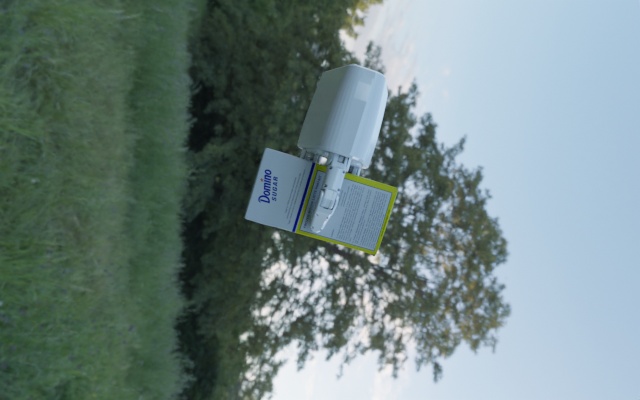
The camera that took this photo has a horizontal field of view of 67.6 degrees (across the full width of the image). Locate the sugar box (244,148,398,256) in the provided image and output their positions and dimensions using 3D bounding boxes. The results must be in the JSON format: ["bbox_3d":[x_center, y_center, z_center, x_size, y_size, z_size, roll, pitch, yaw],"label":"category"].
[{"bbox_3d":[0.000,0.002,0.611,0.176,0.093,0.048,17,2,-6],"label":"sugar box"}]
